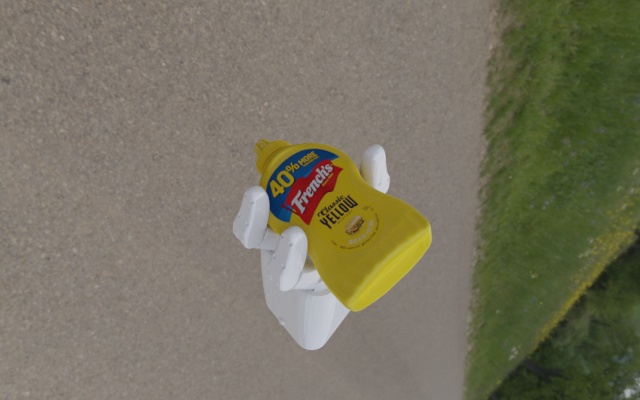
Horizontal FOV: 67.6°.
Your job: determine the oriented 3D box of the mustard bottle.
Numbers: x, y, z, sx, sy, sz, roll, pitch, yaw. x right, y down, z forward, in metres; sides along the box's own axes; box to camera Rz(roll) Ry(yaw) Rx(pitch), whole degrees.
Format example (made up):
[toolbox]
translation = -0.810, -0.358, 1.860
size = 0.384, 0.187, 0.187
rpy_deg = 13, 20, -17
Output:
[mustard bottle]
translation = 0.000, 0.001, 0.431
size = 0.191, 0.096, 0.058
rpy_deg = 43, -10, 31
